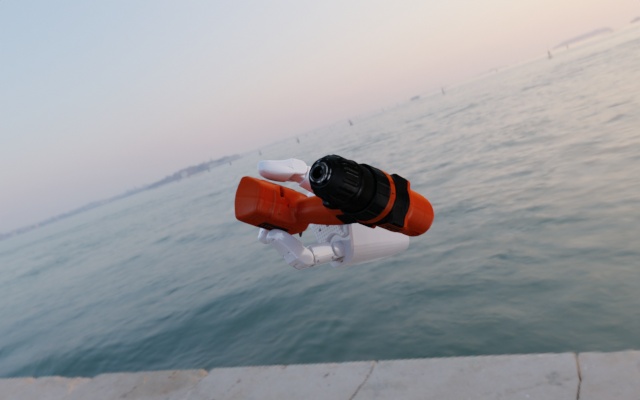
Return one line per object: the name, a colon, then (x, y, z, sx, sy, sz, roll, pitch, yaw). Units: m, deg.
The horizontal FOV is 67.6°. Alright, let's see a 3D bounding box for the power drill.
power drill: (0.000, 0.002, 0.495, 0.187, 0.057, 0.184, -1, -16, 39)
